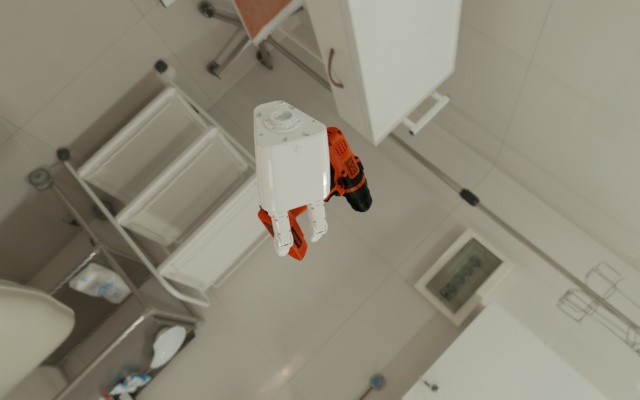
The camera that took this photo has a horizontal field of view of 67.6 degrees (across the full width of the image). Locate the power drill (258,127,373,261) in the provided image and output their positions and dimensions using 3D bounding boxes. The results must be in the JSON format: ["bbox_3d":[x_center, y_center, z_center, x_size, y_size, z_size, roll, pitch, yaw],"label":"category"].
[{"bbox_3d":[0.000,0.003,0.766,0.057,0.187,0.184,22,-27,43],"label":"power drill"}]
